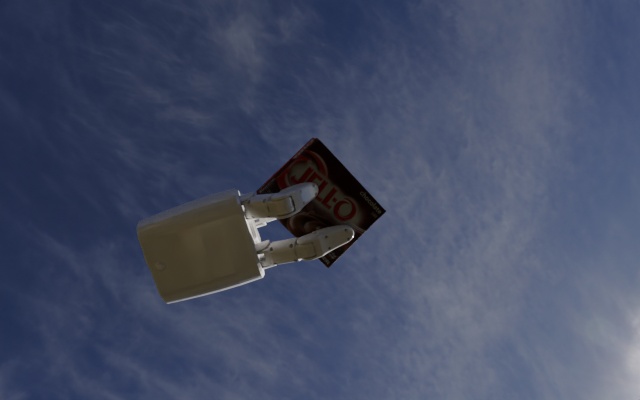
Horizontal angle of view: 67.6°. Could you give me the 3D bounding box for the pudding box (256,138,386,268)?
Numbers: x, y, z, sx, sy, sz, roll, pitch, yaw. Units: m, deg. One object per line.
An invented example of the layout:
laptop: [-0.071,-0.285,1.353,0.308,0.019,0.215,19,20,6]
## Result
pudding box: [0.000,0.002,0.518,0.113,0.090,0.039,45,1,-15]
